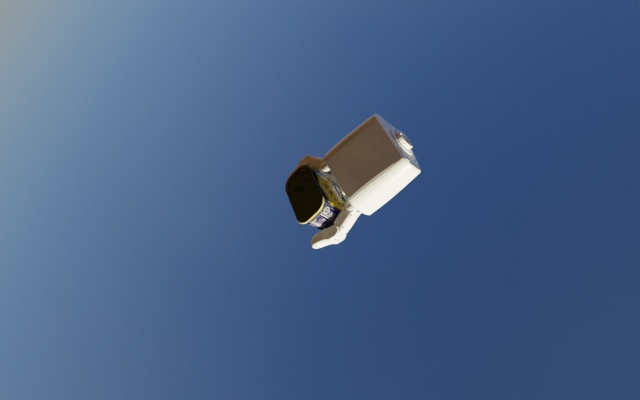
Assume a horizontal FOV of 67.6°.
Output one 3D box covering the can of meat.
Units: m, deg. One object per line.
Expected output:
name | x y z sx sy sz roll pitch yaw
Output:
can of meat | 0.000 0.003 0.770 0.057 0.102 0.084 -43 -44 20
